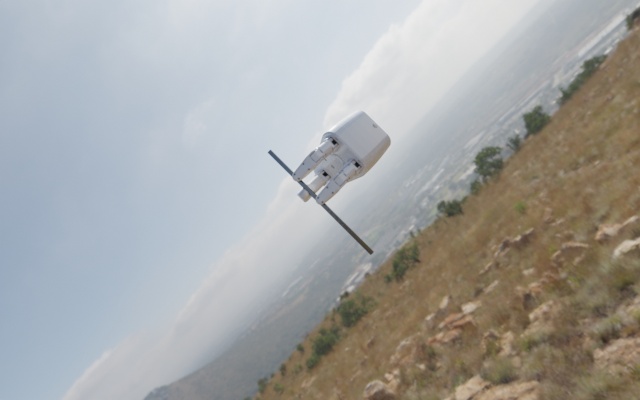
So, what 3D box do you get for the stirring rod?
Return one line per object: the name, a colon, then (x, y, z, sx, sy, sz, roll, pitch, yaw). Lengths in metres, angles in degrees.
stirring rod: (0.000, 0.003, 0.791, 0.239, 0.011, 0.011, 45, -1, 1)
